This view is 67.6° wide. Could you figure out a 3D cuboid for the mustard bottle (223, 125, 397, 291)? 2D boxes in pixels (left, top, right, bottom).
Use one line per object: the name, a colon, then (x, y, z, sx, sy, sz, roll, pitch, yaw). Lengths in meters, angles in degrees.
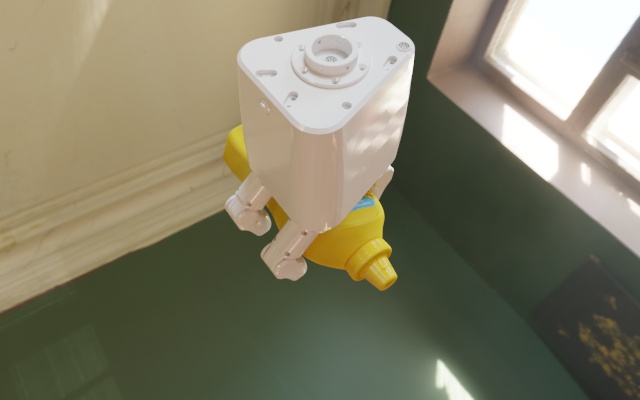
mustard bottle: (0.000, 0.001, 0.426, 0.096, 0.058, 0.191, -16, 55, -41)
